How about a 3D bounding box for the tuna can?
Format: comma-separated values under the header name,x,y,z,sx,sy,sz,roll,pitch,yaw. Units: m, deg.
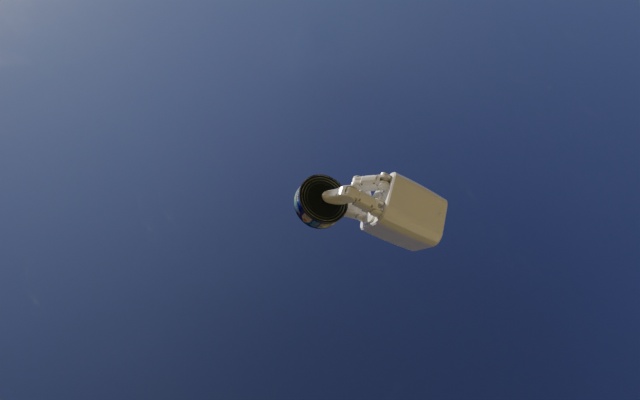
name,x,y,z,sx,sy,sz,roll,pitch,yaw
tuna can,0.000,0.003,0.784,0.086,0.086,0.034,0,-23,-24
